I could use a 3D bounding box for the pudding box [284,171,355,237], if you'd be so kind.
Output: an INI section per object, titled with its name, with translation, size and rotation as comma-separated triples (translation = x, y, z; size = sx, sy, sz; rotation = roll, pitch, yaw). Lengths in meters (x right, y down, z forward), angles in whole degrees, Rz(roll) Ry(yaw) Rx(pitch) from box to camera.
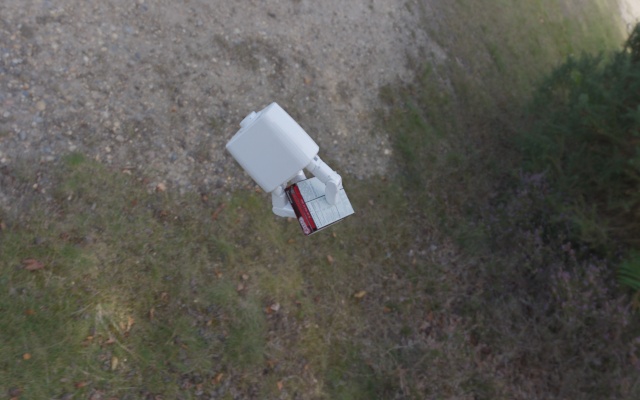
[pudding box]
translation = 0.000, 0.003, 0.834
size = 0.113, 0.090, 0.039
rotation = -21, -4, -46
